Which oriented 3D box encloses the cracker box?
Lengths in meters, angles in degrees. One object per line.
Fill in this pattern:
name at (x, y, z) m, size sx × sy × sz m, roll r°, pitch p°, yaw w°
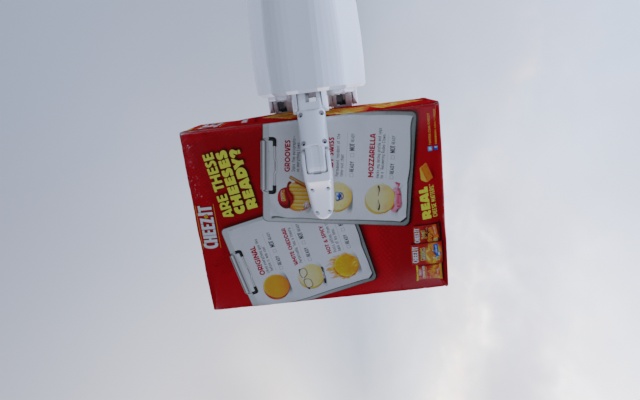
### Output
cracker box at (0.000, 0.001, 0.434) m, size 0.214 × 0.164 × 0.072 m, roll -6°, pitch 15°, yaw 3°
